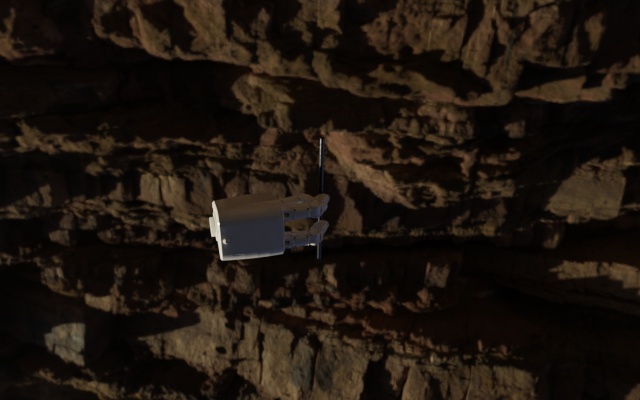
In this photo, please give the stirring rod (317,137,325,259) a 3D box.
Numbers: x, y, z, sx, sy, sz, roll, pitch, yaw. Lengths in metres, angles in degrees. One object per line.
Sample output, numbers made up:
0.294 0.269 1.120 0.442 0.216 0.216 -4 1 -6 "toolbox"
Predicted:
0.000 0.003 0.838 0.011 0.240 0.011 1 29 -1 "stirring rod"
